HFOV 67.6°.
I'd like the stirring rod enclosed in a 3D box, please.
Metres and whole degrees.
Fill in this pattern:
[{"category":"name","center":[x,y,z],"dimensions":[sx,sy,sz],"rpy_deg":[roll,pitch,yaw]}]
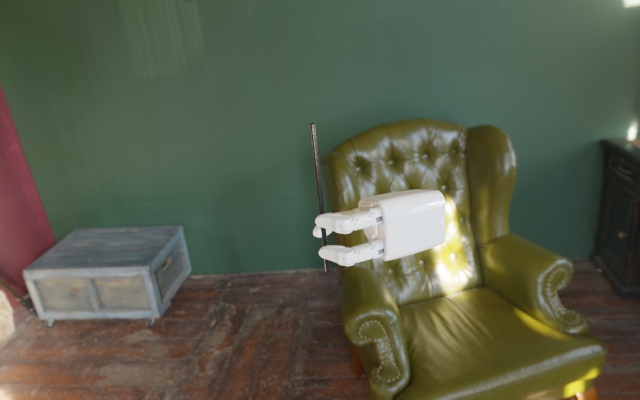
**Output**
[{"category":"stirring rod","center":[0.000,0.002,0.722],"dimensions":[0.011,0.240,0.011],"rpy_deg":[-5,22,2]}]
